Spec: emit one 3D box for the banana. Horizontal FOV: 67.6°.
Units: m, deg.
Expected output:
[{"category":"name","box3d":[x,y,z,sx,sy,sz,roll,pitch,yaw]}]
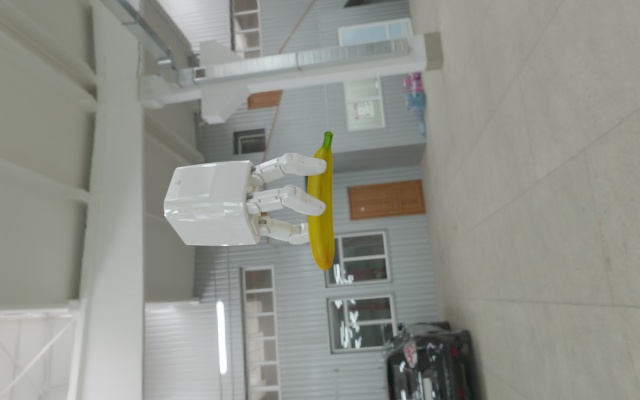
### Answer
[{"category":"banana","box3d":[0.000,0.006,0.661,0.037,0.197,0.070,0,-22,-1]}]
